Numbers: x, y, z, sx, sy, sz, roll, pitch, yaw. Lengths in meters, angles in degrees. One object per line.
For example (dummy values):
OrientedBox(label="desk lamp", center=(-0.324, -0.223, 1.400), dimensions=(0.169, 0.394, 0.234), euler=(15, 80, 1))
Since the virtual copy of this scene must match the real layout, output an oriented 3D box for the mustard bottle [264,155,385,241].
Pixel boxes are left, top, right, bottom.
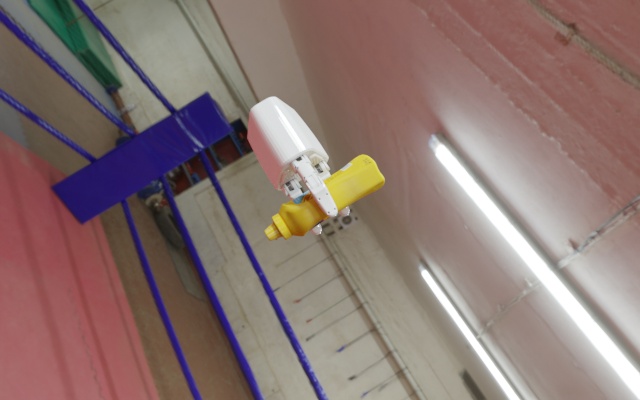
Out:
OrientedBox(label="mustard bottle", center=(0.001, 0.003, 0.724), dimensions=(0.191, 0.058, 0.096), euler=(-32, 10, -4))
